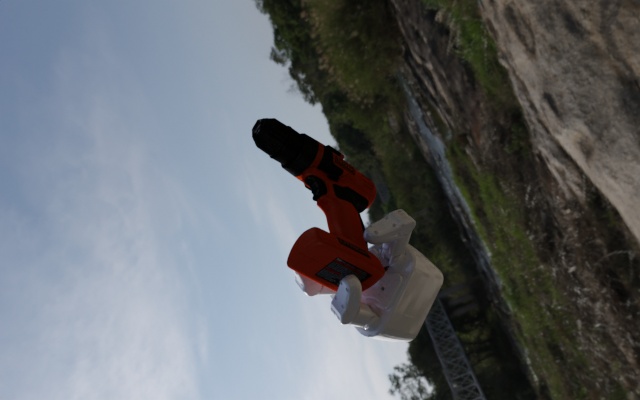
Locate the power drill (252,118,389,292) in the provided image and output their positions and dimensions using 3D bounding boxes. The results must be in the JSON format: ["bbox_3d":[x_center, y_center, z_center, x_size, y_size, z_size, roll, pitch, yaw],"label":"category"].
[{"bbox_3d":[0.000,0.002,0.536,0.184,0.187,0.057,29,-55,-28],"label":"power drill"}]
